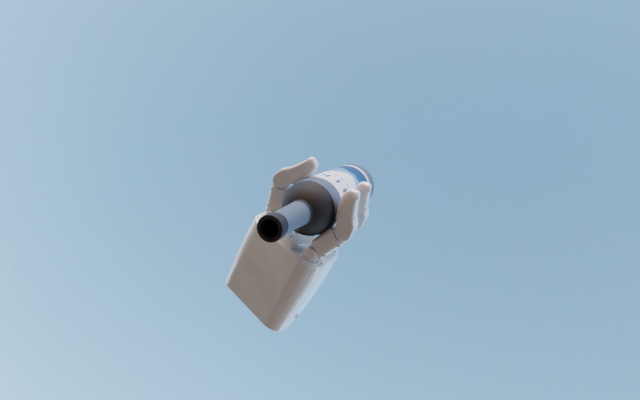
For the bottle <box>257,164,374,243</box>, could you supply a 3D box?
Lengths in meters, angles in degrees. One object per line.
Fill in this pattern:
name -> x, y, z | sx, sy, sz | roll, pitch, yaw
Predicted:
bottle -> 0.000, 0.002, 0.587 | 0.069, 0.069, 0.295 | 0, 10, 20
